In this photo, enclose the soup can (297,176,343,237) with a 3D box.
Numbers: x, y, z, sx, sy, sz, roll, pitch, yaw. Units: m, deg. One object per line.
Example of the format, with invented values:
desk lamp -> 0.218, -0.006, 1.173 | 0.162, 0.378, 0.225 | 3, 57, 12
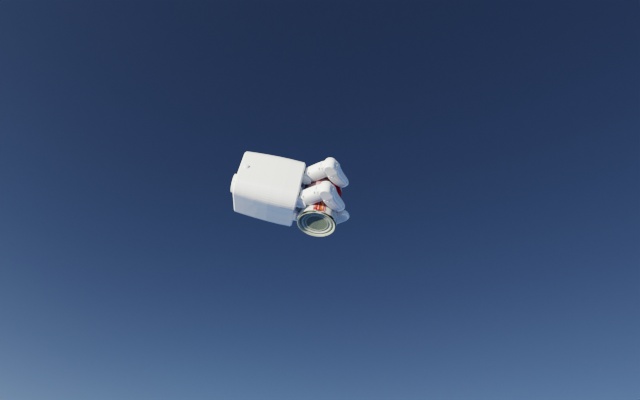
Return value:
soup can -> 0.001, 0.003, 0.823 | 0.068, 0.102, 0.069 | 6, -41, 5
